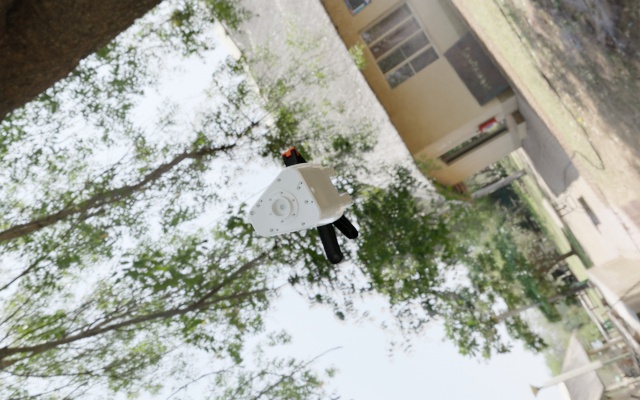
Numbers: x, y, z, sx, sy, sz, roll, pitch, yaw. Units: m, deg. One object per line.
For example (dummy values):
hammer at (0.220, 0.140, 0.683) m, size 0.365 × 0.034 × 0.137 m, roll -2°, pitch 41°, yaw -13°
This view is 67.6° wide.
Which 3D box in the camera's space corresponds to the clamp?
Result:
clamp at (-0.001, 0.003, 0.840) m, size 0.036 × 0.210 × 0.164 m, roll -31°, pitch -5°, yaw 17°
